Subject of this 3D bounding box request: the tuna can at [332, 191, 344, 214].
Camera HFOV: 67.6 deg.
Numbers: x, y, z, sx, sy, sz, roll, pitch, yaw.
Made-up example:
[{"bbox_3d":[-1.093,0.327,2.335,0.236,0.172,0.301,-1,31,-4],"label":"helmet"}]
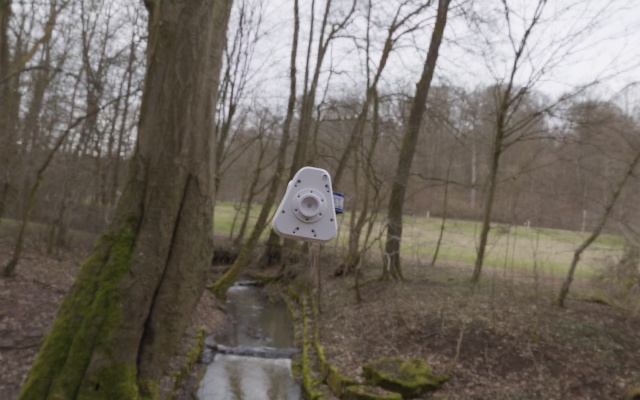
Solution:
[{"bbox_3d":[0.000,0.002,0.873,0.086,0.033,0.086,6,-7,1],"label":"tuna can"}]
